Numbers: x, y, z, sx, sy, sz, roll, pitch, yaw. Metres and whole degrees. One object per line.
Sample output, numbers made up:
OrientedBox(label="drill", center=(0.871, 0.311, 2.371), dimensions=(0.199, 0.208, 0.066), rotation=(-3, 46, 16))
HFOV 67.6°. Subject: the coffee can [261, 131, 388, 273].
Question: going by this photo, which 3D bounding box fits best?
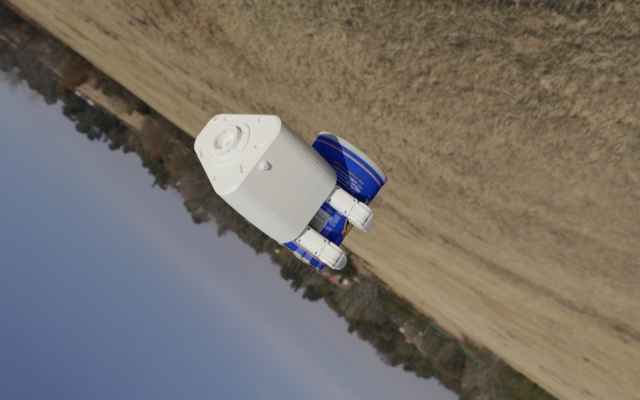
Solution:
OrientedBox(label="coffee can", center=(0.000, 0.002, 0.584), dimensions=(0.103, 0.140, 0.103), rotation=(36, -6, 4))
